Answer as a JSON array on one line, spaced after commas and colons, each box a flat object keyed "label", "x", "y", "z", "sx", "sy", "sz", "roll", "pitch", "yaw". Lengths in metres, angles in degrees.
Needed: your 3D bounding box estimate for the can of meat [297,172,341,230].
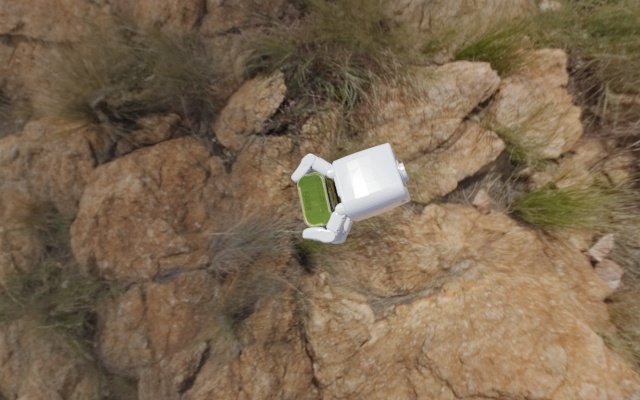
[{"label": "can of meat", "x": 0.000, "y": 0.003, "z": 0.870, "sx": 0.057, "sy": 0.102, "sz": 0.084, "roll": -15, "pitch": -9, "yaw": 14}]
